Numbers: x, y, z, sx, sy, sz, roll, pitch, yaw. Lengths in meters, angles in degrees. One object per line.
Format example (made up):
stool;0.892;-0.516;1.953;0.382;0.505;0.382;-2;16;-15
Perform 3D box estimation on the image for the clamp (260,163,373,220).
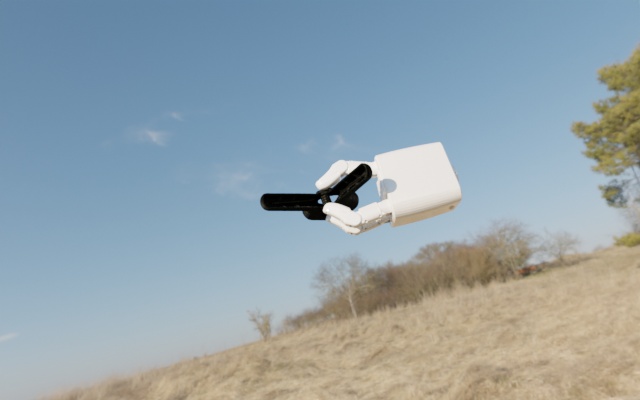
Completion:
clamp;0.000;0.002;0.753;0.164;0.036;0.210;-14;-15;1
